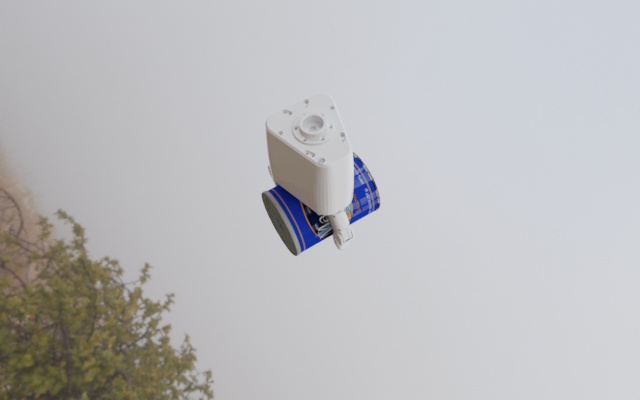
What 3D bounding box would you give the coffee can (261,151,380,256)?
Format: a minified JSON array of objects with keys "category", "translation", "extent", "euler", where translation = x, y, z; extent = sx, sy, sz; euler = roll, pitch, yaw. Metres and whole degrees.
[{"category":"coffee can","translation":[0.000,0.002,0.692],"extent":[0.140,0.103,0.103],"euler":[-28,8,-14]}]
